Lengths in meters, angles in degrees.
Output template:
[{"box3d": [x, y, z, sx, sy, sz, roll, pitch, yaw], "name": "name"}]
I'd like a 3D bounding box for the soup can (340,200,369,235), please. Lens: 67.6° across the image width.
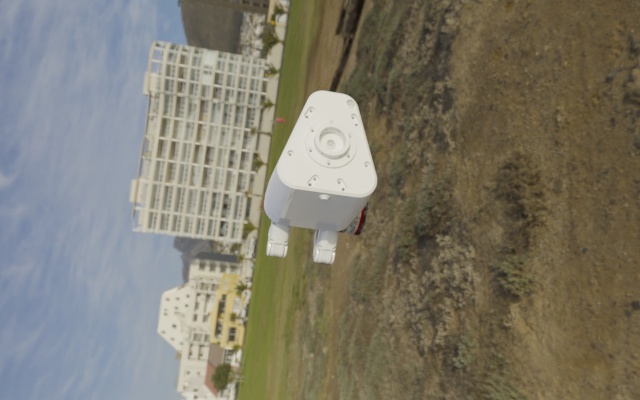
[{"box3d": [0.000, 0.002, 0.567, 0.102, 0.068, 0.068, 8, -1, -9], "name": "soup can"}]
